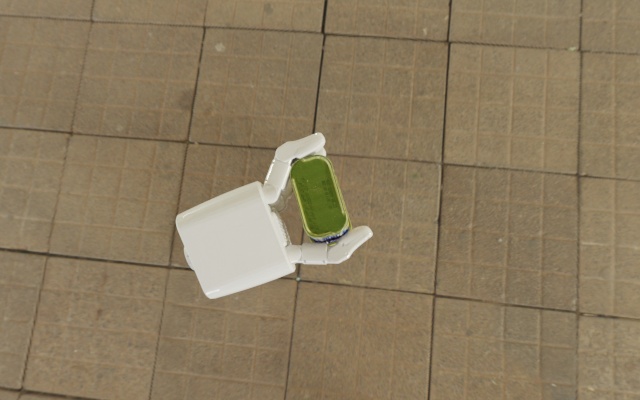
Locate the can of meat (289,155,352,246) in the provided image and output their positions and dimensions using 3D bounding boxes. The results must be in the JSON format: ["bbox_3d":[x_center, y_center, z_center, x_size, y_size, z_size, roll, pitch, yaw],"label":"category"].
[{"bbox_3d":[0.000,0.002,0.580,0.057,0.102,0.084,-17,-11,2],"label":"can of meat"}]
